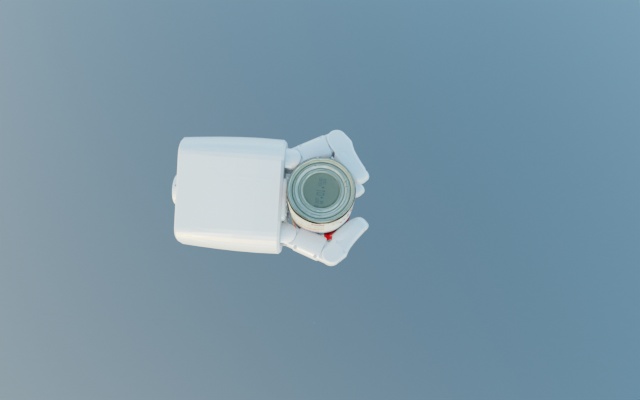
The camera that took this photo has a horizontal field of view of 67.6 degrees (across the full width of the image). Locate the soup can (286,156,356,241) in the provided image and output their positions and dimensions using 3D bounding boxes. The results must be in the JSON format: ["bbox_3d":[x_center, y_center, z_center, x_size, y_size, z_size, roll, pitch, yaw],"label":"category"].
[{"bbox_3d":[0.001,0.002,0.496,0.068,0.068,0.102,0,-14,-1],"label":"soup can"}]
